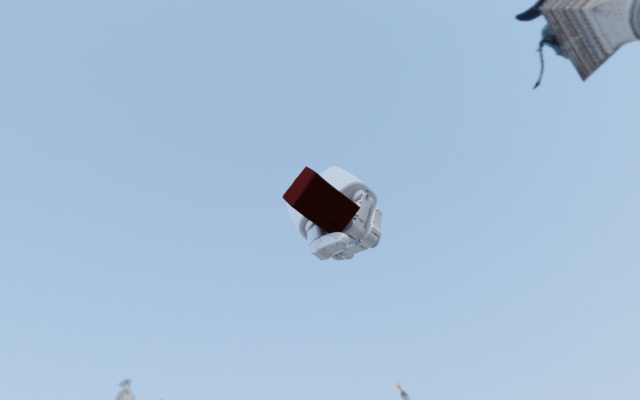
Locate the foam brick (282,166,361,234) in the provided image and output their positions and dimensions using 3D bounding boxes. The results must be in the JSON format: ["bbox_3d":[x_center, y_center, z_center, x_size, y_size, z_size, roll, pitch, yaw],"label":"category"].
[{"bbox_3d":[0.000,0.002,0.606,0.078,0.053,0.051,38,1,-24],"label":"foam brick"}]
